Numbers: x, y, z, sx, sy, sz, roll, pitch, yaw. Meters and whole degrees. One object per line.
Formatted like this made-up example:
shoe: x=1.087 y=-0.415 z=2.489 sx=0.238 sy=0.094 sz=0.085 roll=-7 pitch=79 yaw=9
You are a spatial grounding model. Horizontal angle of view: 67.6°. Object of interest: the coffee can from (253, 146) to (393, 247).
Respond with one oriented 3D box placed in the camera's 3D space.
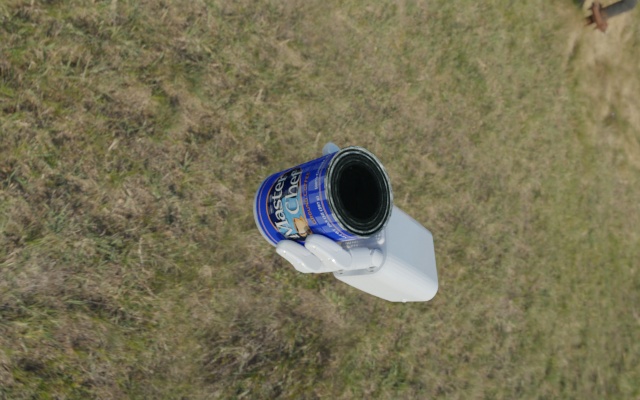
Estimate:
coffee can: x=0.000 y=0.002 z=0.569 sx=0.103 sy=0.103 sz=0.140 roll=0 pitch=-10 yaw=-40
